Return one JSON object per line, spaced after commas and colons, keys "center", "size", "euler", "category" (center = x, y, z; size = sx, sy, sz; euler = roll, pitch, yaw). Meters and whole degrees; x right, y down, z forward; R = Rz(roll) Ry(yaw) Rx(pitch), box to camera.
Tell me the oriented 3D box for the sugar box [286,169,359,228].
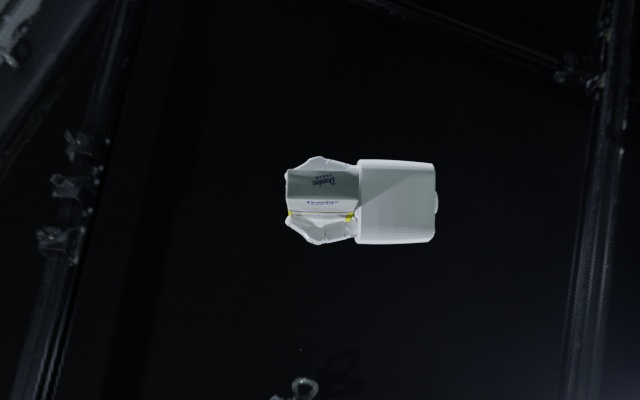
{"center": [0.000, 0.002, 0.676], "size": [0.093, 0.048, 0.176], "euler": [1, -17, -2], "category": "sugar box"}
